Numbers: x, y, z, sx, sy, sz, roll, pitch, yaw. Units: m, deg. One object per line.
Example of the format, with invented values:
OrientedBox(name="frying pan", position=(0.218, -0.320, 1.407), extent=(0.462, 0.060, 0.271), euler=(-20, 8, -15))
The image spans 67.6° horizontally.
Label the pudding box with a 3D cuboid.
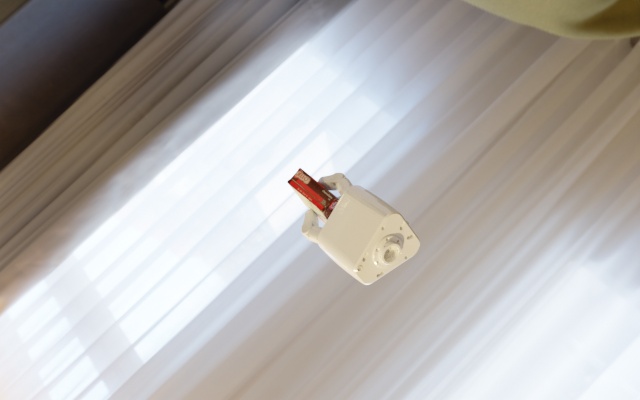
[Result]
OrientedBox(name="pudding box", position=(0.000, 0.003, 0.808), extent=(0.090, 0.039, 0.113), euler=(41, -8, 27))
